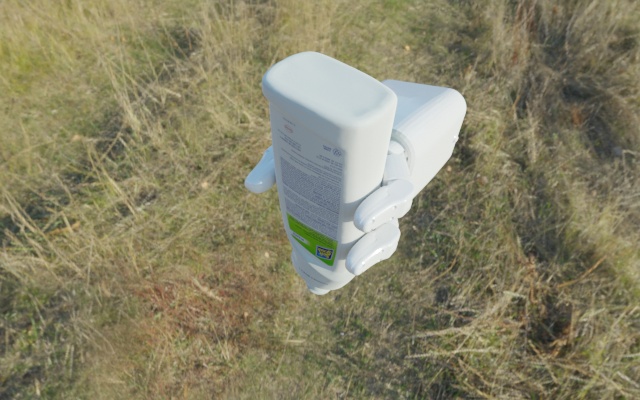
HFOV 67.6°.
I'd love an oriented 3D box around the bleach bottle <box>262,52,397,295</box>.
[{"bbox_3d":[0.000,0.001,0.438,0.102,0.251,0.068,33,52,23],"label":"bleach bottle"}]
